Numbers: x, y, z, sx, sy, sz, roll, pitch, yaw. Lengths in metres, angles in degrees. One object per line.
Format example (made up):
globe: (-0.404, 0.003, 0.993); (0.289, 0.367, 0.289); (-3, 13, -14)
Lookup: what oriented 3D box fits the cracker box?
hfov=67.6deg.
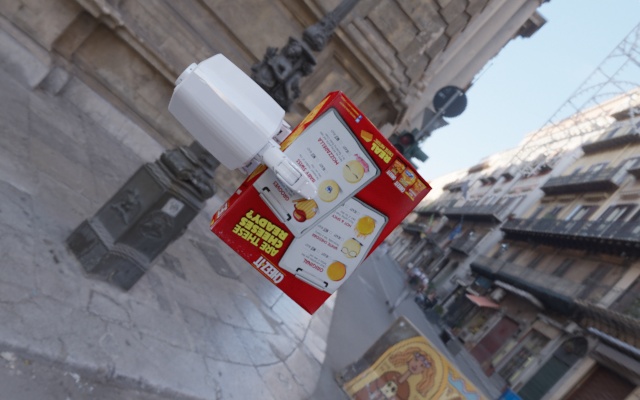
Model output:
cracker box: (0.000, 0.002, 0.577); (0.164, 0.213, 0.072); (43, 1, -15)
